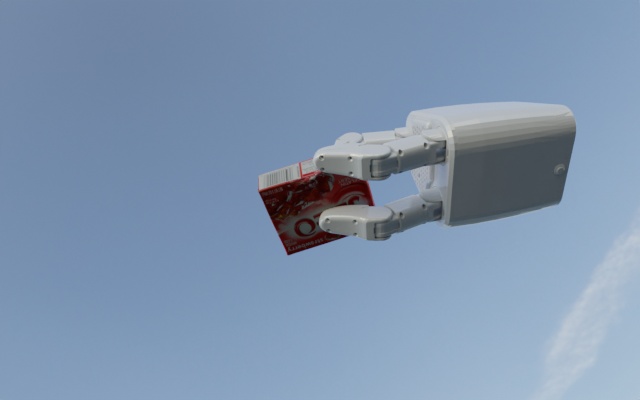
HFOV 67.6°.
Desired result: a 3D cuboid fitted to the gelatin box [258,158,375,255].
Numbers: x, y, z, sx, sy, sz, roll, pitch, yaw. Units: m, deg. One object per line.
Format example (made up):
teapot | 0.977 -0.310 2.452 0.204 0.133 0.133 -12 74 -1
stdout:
gelatin box | 0.000 0.001 0.412 0.089 0.073 0.030 -17 33 5
